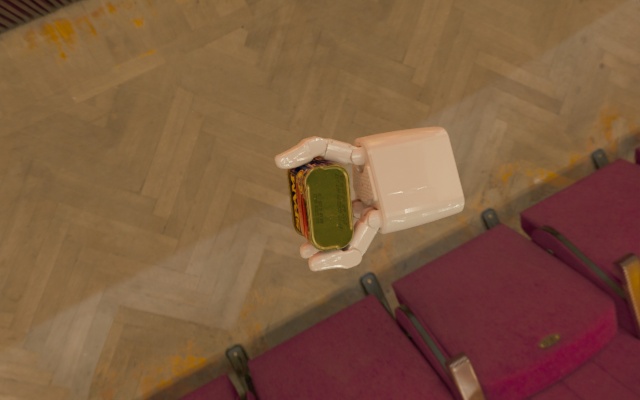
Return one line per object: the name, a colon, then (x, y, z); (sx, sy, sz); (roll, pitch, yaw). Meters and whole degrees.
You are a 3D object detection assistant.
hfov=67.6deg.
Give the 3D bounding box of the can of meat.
can of meat: (0.000, 0.002, 0.559); (0.057, 0.102, 0.084); (-9, 12, -14)
